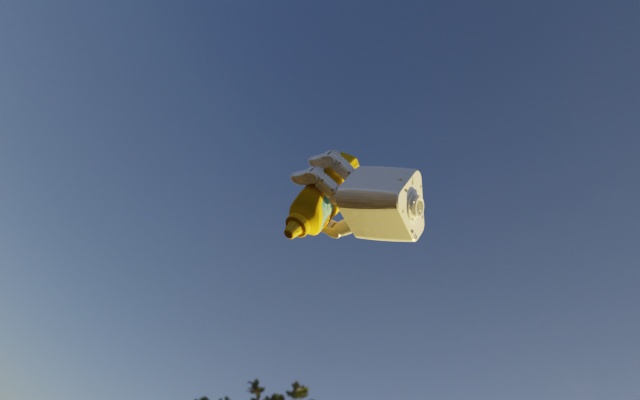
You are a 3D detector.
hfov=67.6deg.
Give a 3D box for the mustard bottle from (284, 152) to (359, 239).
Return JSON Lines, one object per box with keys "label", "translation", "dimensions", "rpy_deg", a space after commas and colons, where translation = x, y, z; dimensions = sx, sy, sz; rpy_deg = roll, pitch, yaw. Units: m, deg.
{"label": "mustard bottle", "translation": [0.000, 0.002, 0.804], "dimensions": [0.058, 0.096, 0.191], "rpy_deg": [24, 44, 20]}
